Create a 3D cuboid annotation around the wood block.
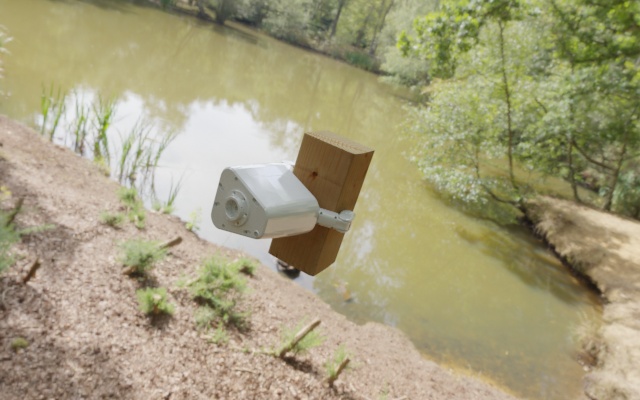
[{"bbox_3d":[0.000,0.003,0.763,0.091,0.206,0.090,26,20,20],"label":"wood block"}]
